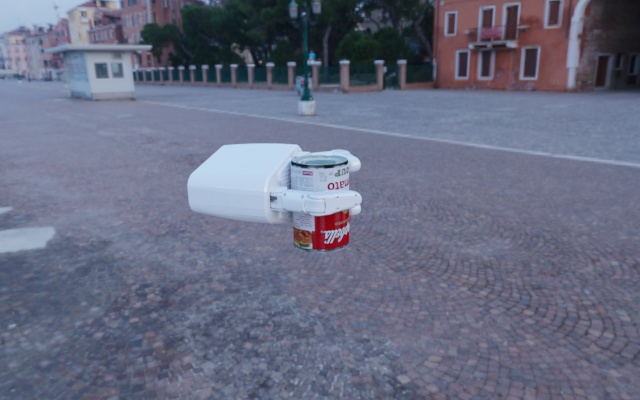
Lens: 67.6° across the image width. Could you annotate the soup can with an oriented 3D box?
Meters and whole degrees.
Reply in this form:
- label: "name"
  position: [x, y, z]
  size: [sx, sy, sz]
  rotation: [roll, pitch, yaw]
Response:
- label: "soup can"
  position: [0.000, 0.002, 0.558]
  size: [0.068, 0.102, 0.068]
  rotation: [-1, 15, 0]
